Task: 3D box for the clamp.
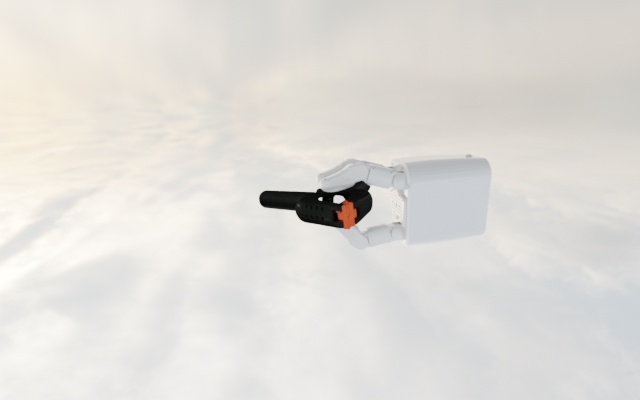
[{"bbox_3d":[0.000,0.003,0.611,0.164,0.036,0.210,-9,11,-3],"label":"clamp"}]
